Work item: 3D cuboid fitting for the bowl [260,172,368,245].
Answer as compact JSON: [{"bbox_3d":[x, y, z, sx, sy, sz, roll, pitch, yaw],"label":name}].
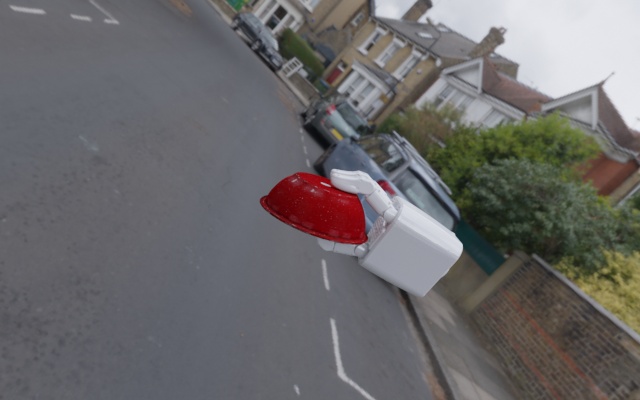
[{"bbox_3d":[-0.001,0.001,0.664,0.162,0.055,0.162,19,12,-4],"label":"bowl"}]
